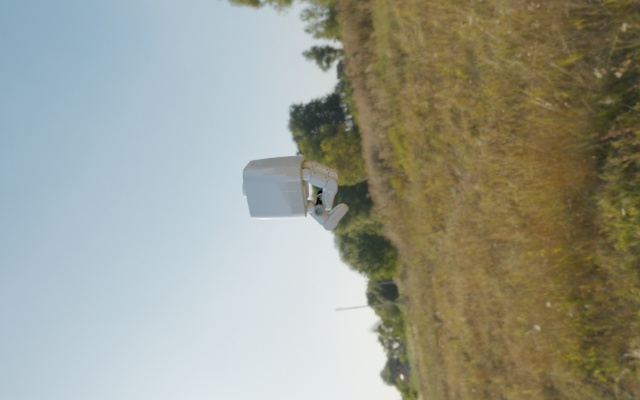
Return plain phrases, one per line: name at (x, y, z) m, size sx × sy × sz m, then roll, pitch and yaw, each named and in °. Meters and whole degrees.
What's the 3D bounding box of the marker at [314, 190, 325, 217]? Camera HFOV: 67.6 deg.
marker at (0.000, 0.003, 0.899) m, size 0.020 × 0.020 × 0.121 m, roll 0°, pitch 17°, yaw 3°
